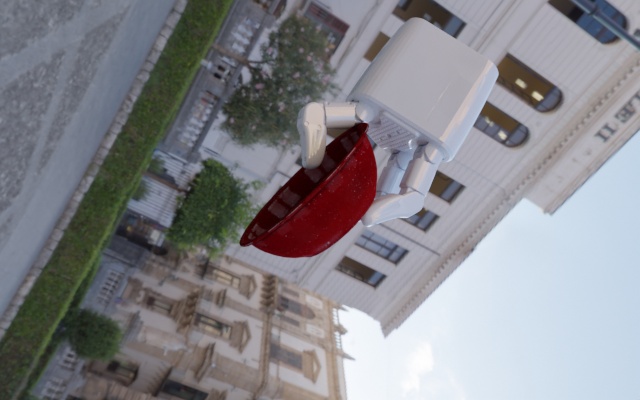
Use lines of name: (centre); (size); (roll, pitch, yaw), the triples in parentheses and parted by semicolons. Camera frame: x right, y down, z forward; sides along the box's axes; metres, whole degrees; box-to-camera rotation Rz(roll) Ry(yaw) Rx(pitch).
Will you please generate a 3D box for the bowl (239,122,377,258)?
bowl: (-0.001, 0.003, 0.447); (0.162, 0.055, 0.162); (-41, 11, 10)
